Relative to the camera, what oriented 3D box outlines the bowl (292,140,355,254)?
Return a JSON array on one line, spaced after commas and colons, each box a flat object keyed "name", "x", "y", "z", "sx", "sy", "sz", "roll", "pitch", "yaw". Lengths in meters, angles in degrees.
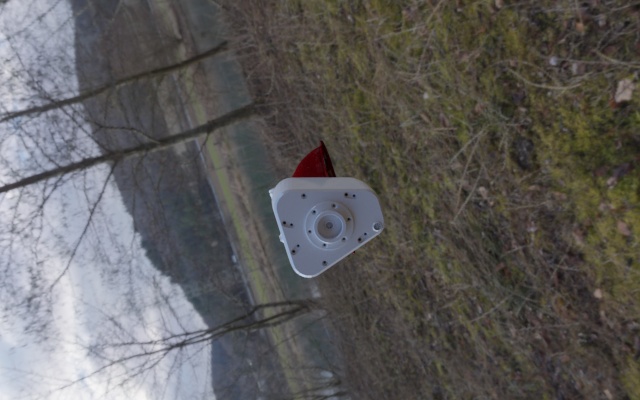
[{"name": "bowl", "x": 0.000, "y": 0.002, "z": 0.658, "sx": 0.055, "sy": 0.162, "sz": 0.162, "roll": -16, "pitch": -2, "yaw": 6}]
